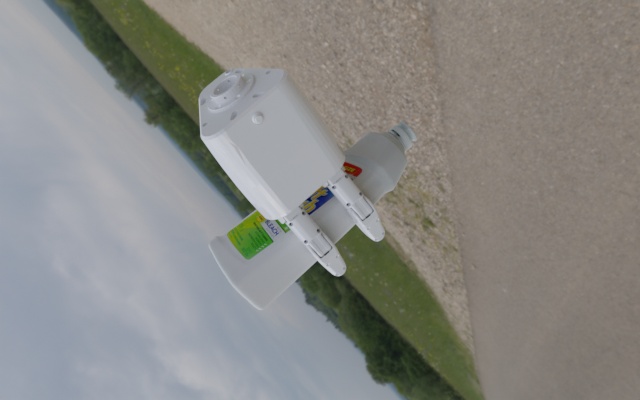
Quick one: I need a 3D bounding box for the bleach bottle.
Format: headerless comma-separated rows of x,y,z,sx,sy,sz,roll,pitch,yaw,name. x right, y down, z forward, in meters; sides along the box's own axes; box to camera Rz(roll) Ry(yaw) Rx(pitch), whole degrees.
0.000,0.002,0.527,0.068,0.251,0.102,53,-7,-37,bleach bottle
